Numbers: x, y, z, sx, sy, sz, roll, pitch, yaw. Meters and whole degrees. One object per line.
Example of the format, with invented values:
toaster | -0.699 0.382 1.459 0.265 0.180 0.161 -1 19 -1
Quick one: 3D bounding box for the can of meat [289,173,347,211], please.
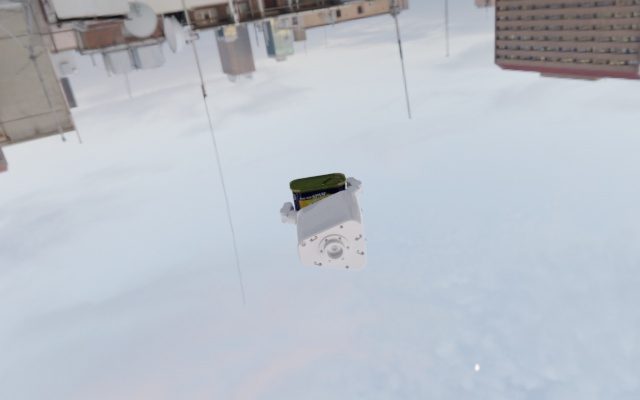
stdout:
can of meat | 0.000 0.003 0.866 0.102 0.084 0.057 -9 23 -2
